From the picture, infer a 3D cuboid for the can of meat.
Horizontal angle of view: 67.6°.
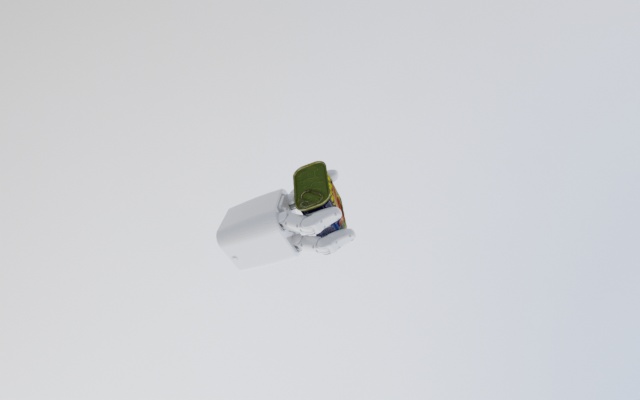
[{"bbox_3d":[0.000,0.003,0.757,0.057,0.102,0.084,-20,-49,11],"label":"can of meat"}]
